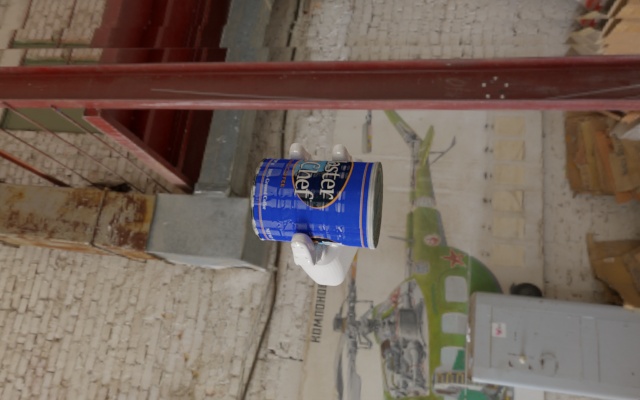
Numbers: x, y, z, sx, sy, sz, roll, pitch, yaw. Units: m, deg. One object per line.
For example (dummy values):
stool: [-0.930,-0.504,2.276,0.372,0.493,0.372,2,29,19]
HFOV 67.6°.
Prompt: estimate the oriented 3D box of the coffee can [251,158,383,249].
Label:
coffee can: [0.000,0.002,0.573,0.140,0.103,0.103,3,1,13]
